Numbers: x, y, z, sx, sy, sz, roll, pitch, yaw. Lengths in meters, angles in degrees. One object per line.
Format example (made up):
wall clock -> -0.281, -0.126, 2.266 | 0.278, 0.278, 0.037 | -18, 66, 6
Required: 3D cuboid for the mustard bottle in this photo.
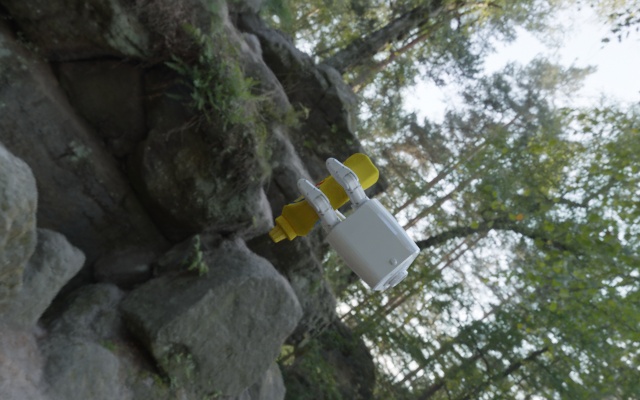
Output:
mustard bottle -> 0.000, 0.002, 0.759 | 0.191, 0.058, 0.096 | -37, 4, -11
